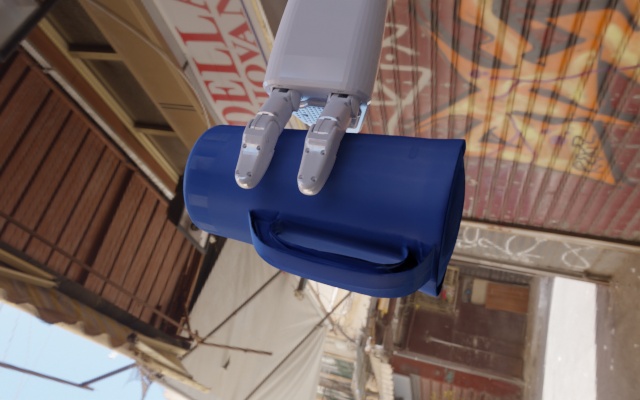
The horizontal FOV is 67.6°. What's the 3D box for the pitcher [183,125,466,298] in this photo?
[{"bbox_3d":[0.000,0.001,0.427,0.243,0.145,0.149,9,-11,19],"label":"pitcher"}]
